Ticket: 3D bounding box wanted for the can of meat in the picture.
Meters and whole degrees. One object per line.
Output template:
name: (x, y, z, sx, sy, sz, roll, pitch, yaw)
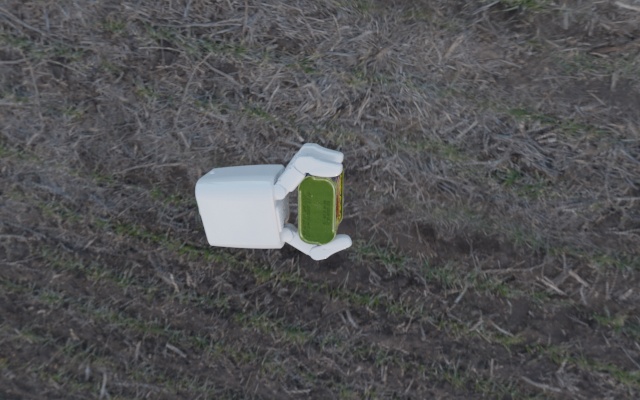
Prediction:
can of meat: (0.000, 0.002, 0.665, 0.057, 0.102, 0.084, 3, 18, 7)
